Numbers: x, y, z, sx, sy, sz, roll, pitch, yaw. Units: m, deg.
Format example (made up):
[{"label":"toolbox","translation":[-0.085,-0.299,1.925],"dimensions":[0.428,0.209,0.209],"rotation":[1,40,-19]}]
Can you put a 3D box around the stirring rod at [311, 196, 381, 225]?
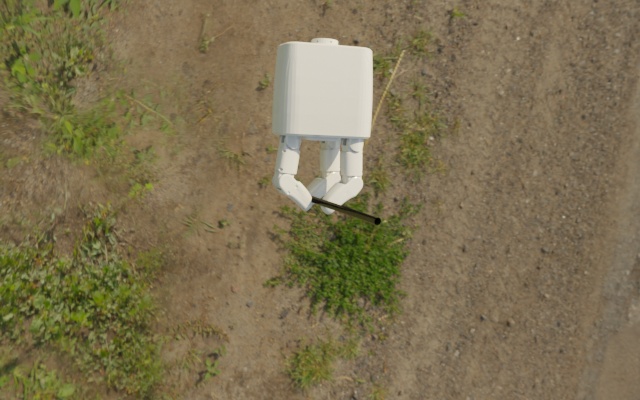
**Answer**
[{"label":"stirring rod","translation":[0.000,0.002,0.576],"dimensions":[0.011,0.011,0.239],"rotation":[0,9,-28]}]
